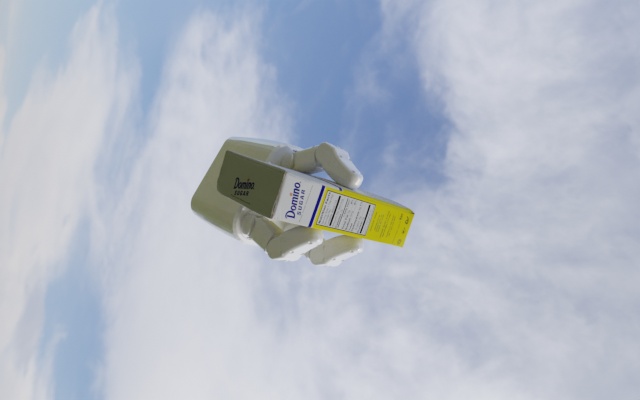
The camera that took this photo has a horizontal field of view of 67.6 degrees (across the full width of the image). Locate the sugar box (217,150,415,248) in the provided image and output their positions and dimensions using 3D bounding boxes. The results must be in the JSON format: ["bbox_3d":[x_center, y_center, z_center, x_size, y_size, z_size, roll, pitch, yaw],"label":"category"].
[{"bbox_3d":[0.000,0.002,0.451,0.176,0.048,0.093,12,7,-43],"label":"sugar box"}]
